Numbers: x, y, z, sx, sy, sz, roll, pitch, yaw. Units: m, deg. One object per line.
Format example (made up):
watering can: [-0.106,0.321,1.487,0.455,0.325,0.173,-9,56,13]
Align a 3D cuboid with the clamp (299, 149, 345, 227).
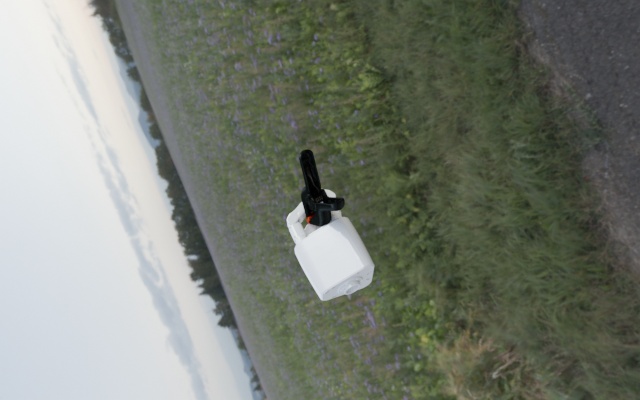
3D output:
clamp: [0.000,0.003,0.832,0.039,0.120,0.172,-22,-32,-13]
